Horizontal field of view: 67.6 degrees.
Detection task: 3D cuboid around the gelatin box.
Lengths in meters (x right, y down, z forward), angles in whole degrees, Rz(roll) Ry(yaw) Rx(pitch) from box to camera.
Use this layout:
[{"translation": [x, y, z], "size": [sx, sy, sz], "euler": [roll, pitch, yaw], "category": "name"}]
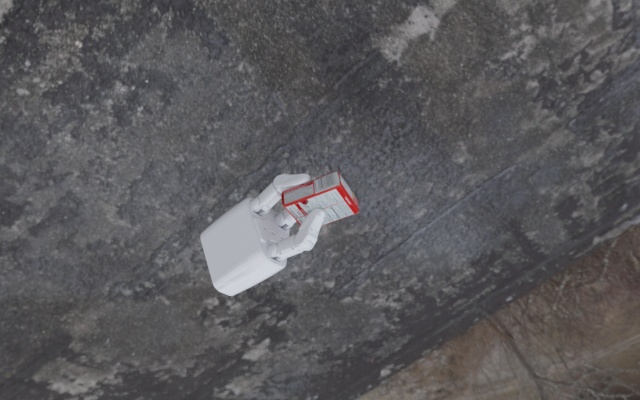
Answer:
[{"translation": [0.000, 0.002, 0.674], "size": [0.089, 0.030, 0.073], "euler": [-20, -39, 16], "category": "gelatin box"}]
